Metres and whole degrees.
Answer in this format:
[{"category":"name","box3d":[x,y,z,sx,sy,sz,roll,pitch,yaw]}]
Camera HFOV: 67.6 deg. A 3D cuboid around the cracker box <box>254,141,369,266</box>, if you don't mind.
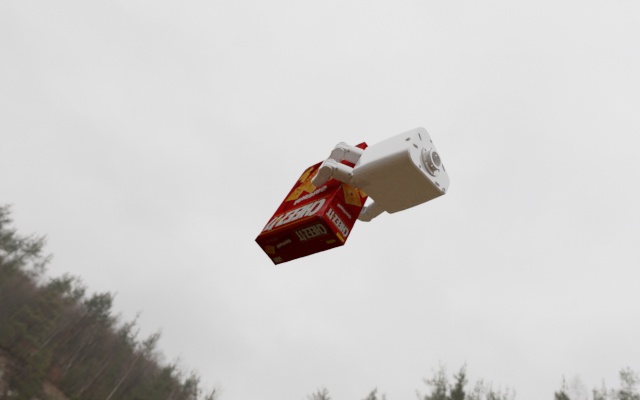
[{"category":"cracker box","box3d":[0.000,0.003,0.839,0.164,0.072,0.213,-22,25,40]}]
